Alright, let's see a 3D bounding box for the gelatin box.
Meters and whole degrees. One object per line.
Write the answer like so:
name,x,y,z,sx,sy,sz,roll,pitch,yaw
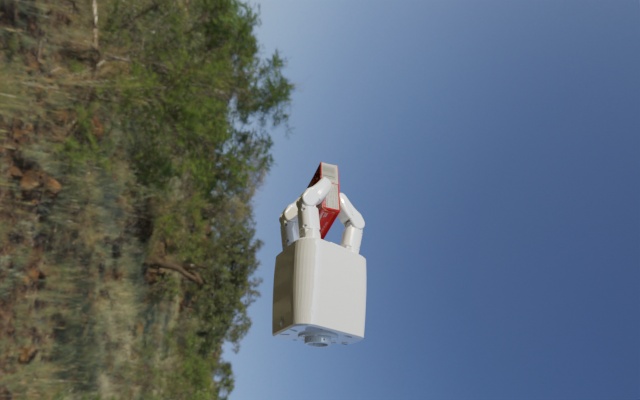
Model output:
gelatin box,0.001,0.002,0.677,0.030,0.089,0.073,13,-42,-16
